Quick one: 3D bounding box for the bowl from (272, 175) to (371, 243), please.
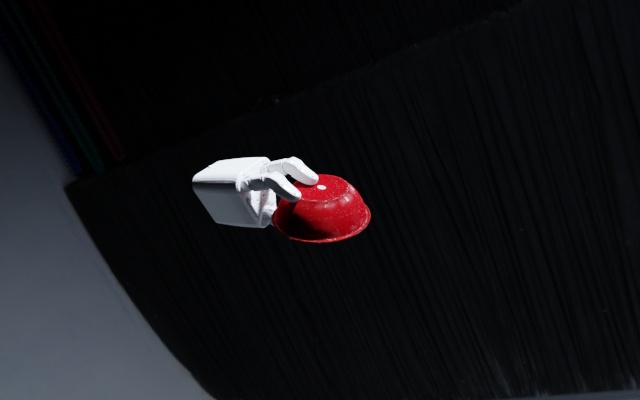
[{"bbox_3d":[0.001,0.002,0.767,0.162,0.055,0.162,-1,29,1],"label":"bowl"}]
